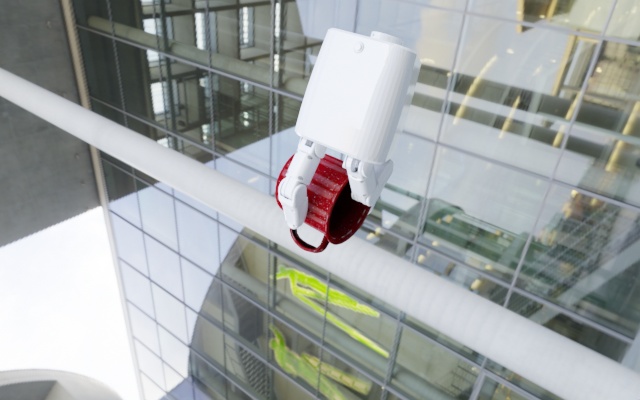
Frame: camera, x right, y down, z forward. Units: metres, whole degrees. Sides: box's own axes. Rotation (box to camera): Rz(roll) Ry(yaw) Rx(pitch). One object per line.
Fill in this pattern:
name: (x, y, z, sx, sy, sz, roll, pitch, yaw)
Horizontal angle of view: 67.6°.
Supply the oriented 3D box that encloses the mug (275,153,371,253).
mug: (-0.001, 0.003, 0.541, 0.081, 0.117, 0.093, 27, 15, 29)
